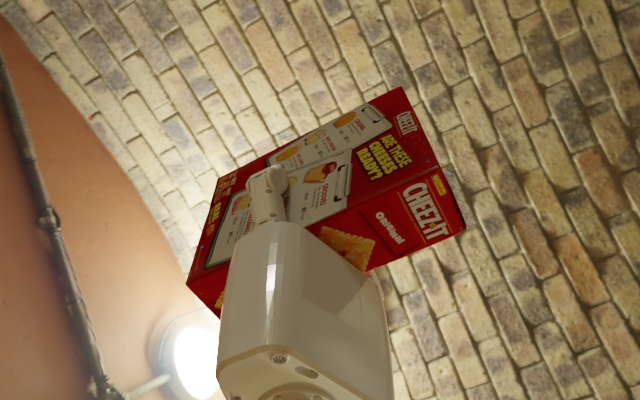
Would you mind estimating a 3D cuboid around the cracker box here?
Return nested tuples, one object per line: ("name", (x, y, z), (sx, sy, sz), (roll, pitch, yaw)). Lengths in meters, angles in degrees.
("cracker box", (0.000, 0.001, 0.426), (0.214, 0.072, 0.164), (-25, 30, 14))
